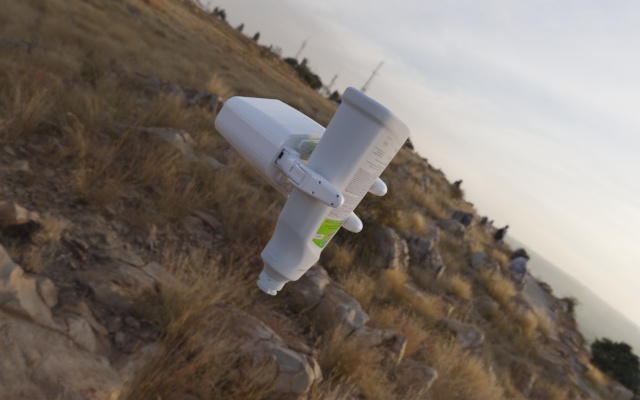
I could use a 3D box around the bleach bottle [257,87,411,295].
[{"bbox_3d":[0.000,0.002,0.547,0.068,0.251,0.102,39,11,26],"label":"bleach bottle"}]
